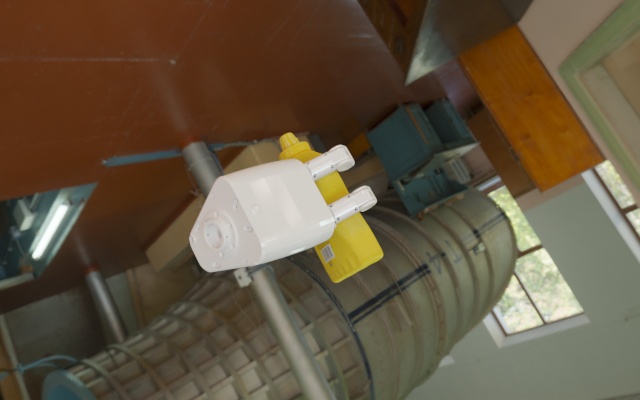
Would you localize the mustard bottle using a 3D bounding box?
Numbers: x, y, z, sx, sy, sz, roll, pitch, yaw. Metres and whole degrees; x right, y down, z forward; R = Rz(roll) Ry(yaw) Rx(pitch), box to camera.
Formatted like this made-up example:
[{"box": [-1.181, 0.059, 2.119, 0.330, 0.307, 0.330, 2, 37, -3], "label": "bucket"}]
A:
[{"box": [0.000, 0.002, 0.586, 0.058, 0.191, 0.096, -24, -10, -25], "label": "mustard bottle"}]
